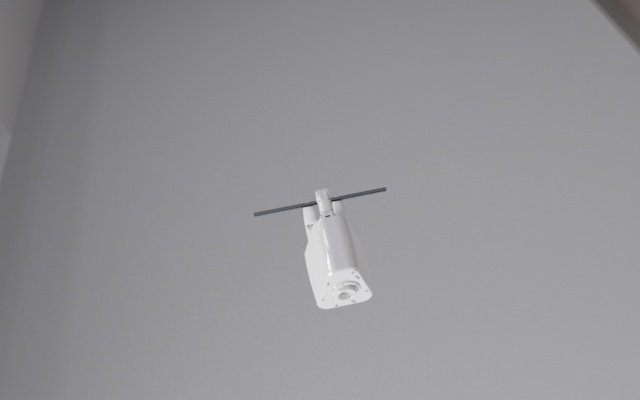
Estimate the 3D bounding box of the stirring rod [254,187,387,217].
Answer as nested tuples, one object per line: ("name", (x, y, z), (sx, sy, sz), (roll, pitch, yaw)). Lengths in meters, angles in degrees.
("stirring rod", (0.000, 0.003, 0.853), (0.239, 0.011, 0.011), (-11, 1, -3))
